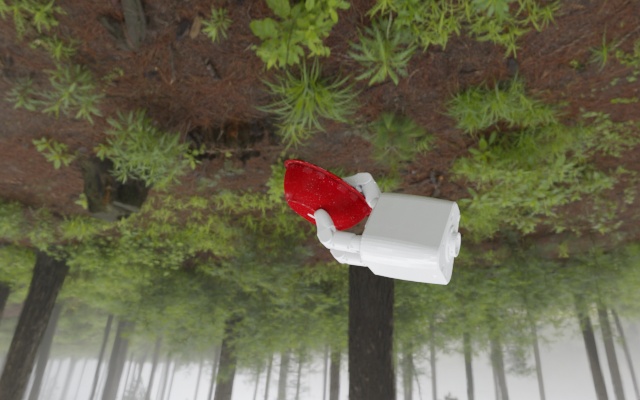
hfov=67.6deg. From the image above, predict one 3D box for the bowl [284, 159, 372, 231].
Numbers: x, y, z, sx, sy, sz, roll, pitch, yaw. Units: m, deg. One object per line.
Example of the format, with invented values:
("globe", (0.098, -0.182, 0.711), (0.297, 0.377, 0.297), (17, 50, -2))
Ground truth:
("bowl", (-0.001, 0.003, 0.751), (0.162, 0.055, 0.162), (29, -13, 8))
